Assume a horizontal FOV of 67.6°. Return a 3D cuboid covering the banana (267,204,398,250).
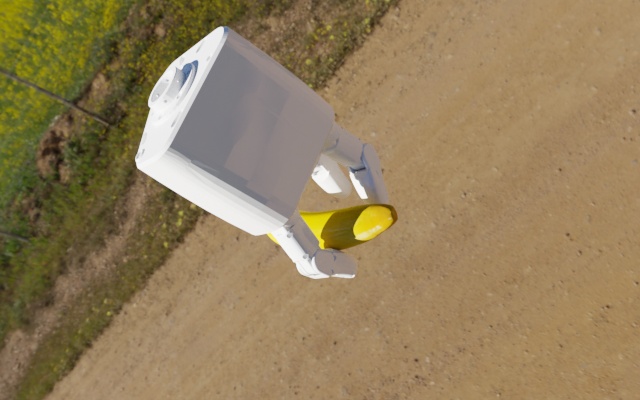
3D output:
[{"bbox_3d":[-0.011,0.017,0.451,0.037,0.069,0.197,37,-11,-33],"label":"banana"}]
